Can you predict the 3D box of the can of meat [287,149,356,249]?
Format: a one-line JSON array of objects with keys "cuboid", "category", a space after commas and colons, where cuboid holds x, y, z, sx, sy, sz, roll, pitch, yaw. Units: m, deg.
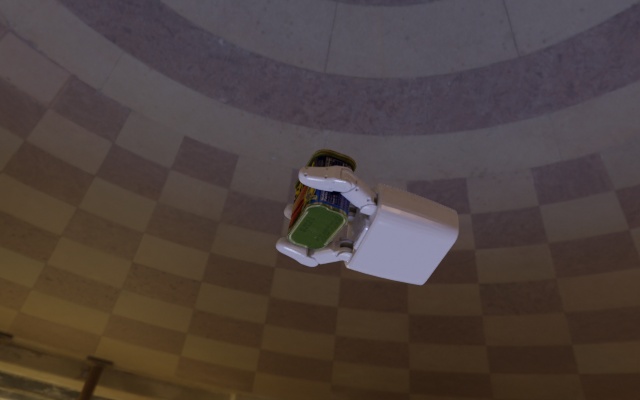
[{"cuboid": [0.000, 0.002, 0.589, 0.057, 0.084, 0.102, 19, -37, -14], "category": "can of meat"}]
